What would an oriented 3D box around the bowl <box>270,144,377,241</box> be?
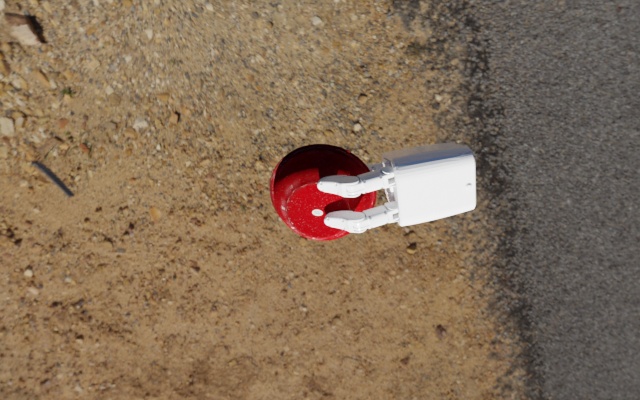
[{"bbox_3d":[-0.001,0.003,0.691,0.162,0.162,0.055,0,30,8],"label":"bowl"}]
